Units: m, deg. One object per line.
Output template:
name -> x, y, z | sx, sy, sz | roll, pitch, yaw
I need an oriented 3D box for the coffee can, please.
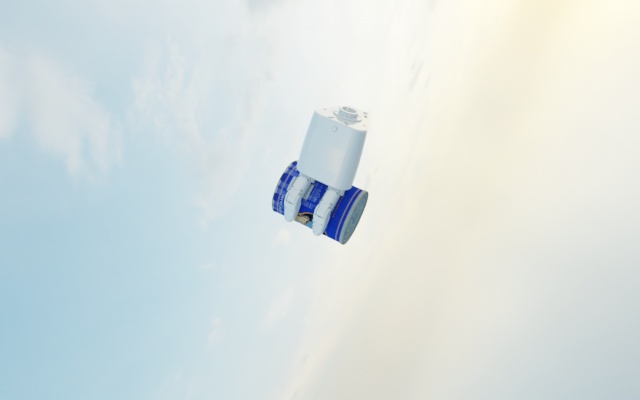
coffee can -> 0.000, 0.003, 0.841 | 0.140, 0.103, 0.103 | 25, 6, 14
